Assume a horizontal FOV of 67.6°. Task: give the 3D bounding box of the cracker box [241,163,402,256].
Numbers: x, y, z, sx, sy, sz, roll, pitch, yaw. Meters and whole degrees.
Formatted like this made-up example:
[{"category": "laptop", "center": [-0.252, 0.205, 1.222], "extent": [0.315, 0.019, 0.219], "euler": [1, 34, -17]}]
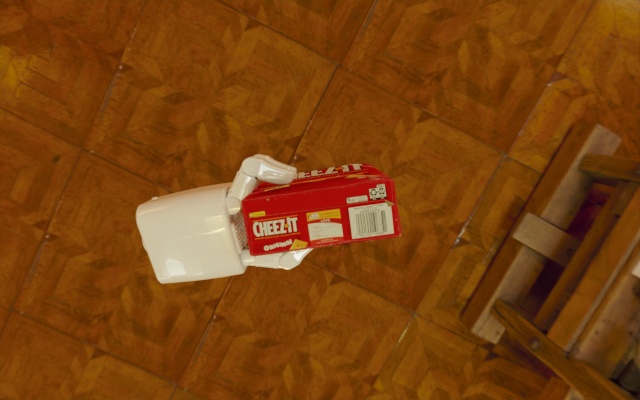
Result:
[{"category": "cracker box", "center": [0.000, 0.002, 0.600], "extent": [0.164, 0.072, 0.213], "euler": [-8, 9, 1]}]
